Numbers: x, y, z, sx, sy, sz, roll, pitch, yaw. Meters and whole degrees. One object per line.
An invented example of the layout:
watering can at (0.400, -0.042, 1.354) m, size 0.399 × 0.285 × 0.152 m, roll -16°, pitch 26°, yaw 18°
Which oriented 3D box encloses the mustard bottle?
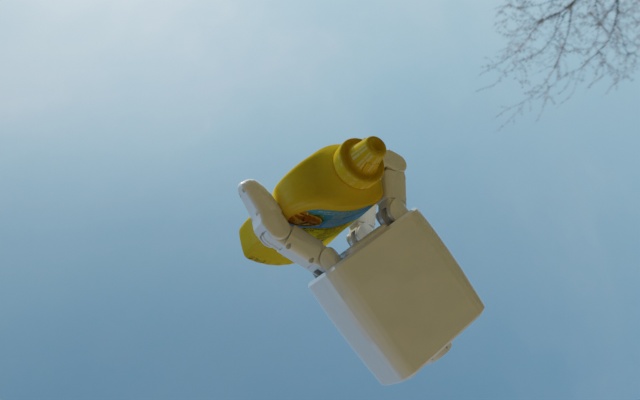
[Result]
mustard bottle at (0.000, 0.001, 0.430) m, size 0.096 × 0.058 × 0.192 m, roll -2°, pitch -24°, yaw -30°
